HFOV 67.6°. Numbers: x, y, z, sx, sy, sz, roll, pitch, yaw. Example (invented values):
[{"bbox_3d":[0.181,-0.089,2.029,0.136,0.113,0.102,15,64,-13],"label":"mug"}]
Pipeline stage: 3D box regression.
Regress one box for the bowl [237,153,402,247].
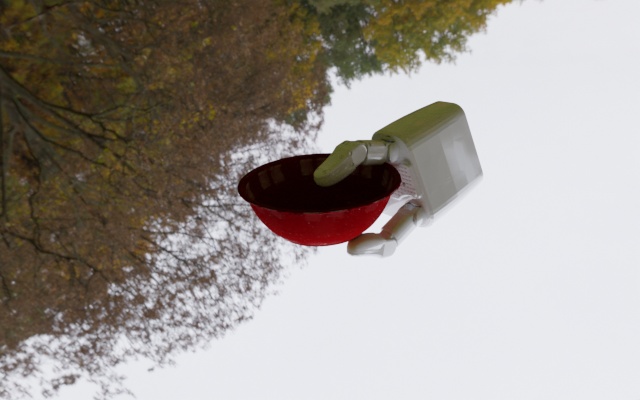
[{"bbox_3d":[-0.001,0.002,0.484,0.162,0.055,0.162,-3,23,1],"label":"bowl"}]
